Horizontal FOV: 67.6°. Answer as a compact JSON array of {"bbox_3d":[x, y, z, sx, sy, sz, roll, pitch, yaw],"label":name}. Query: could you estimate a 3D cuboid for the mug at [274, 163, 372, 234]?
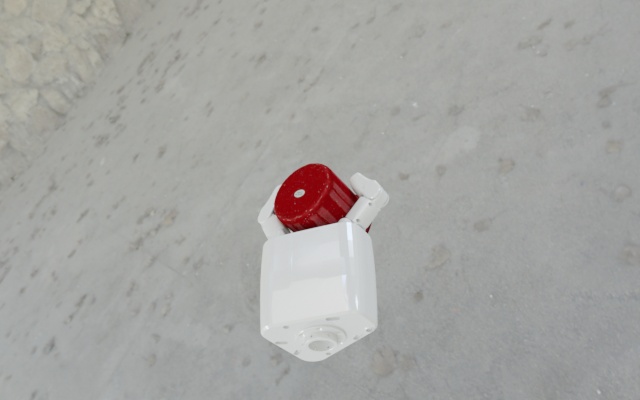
[{"bbox_3d":[0.000,0.001,0.564,0.093,0.117,0.081,-26,-48,24],"label":"mug"}]
